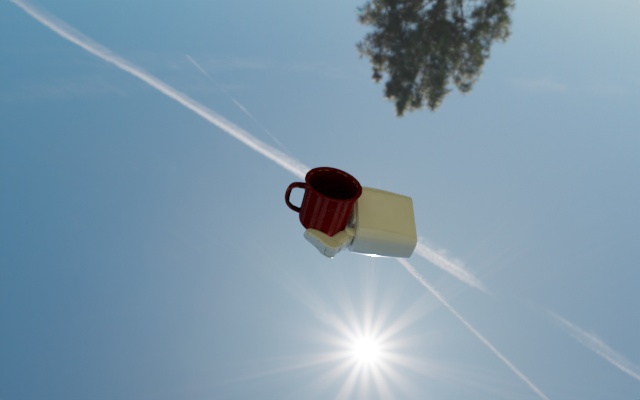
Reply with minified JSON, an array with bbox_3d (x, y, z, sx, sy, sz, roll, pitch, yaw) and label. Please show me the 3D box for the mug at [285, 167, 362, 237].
[{"bbox_3d":[-0.001,0.002,0.767,0.117,0.081,0.093,10,36,-10],"label":"mug"}]
